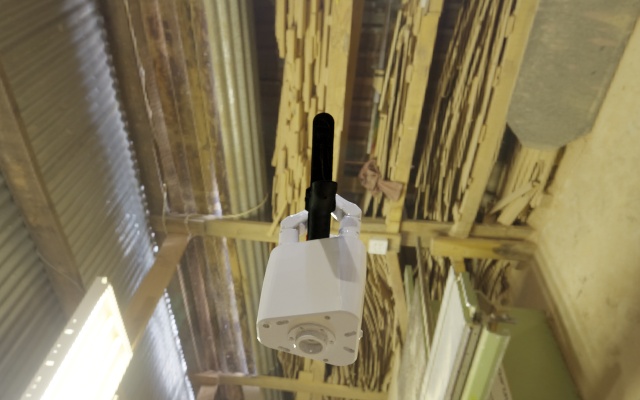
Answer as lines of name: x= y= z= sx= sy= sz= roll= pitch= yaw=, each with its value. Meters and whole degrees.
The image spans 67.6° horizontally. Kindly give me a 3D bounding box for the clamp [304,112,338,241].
clamp: x=-0.001 y=0.002 z=0.538 sx=0.039 sy=0.172 sz=0.120 roll=4 pitch=38 yaw=3
